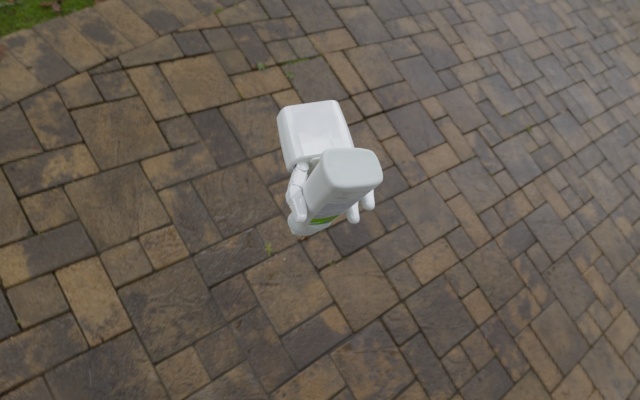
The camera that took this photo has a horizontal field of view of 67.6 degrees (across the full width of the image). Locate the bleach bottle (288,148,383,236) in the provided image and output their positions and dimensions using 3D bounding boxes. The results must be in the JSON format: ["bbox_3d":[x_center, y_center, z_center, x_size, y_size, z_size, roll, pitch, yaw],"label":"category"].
[{"bbox_3d":[0.000,0.003,0.798,0.102,0.068,0.251,-4,-23,-28],"label":"bleach bottle"}]
